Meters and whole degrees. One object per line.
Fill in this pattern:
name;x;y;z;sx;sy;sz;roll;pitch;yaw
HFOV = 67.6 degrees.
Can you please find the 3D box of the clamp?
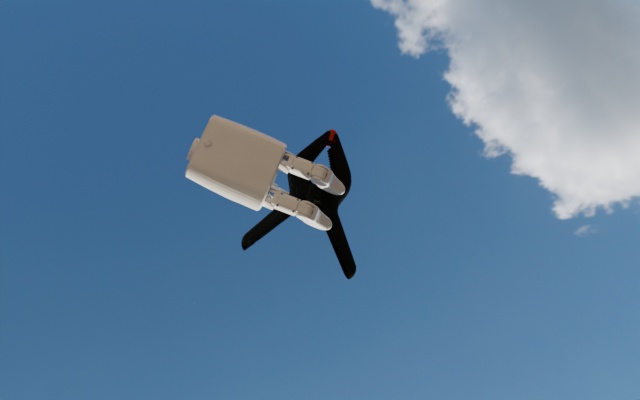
clamp;0.000;0.002;0.682;0.164;0.210;0.036;24;-17;-11
